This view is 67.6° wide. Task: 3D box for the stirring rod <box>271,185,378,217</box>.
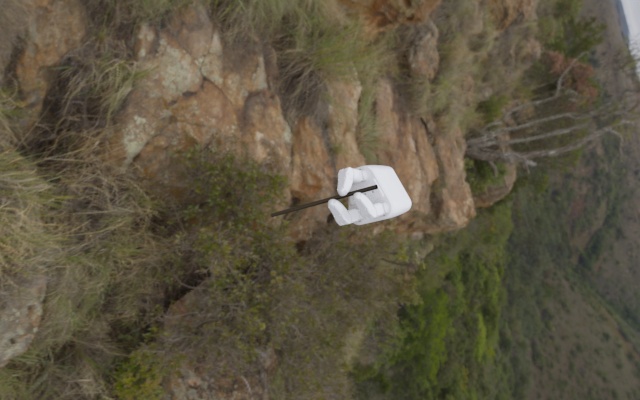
[{"bbox_3d":[0.000,0.003,0.890,0.239,0.011,0.011,-15,-9,33],"label":"stirring rod"}]
